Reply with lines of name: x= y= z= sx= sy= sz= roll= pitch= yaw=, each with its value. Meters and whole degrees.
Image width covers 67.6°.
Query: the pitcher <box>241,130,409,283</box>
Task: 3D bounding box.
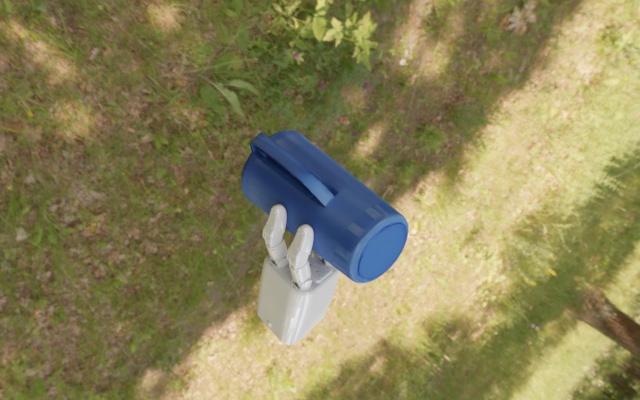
pitcher: x=0.000 y=0.002 z=0.675 sx=0.149 sy=0.145 sz=0.242 roll=-11 pitch=37 yaw=-42
